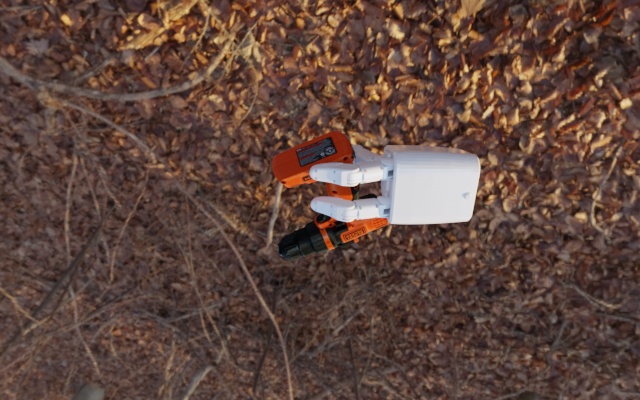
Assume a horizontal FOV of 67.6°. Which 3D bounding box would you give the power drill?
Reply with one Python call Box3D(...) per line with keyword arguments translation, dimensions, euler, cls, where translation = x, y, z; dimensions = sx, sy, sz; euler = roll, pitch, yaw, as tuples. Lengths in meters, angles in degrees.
Box3D(translation=(0.000, 0.002, 0.676), dimensions=(0.184, 0.057, 0.188), euler=(-24, -42, 2), cls="power drill")
